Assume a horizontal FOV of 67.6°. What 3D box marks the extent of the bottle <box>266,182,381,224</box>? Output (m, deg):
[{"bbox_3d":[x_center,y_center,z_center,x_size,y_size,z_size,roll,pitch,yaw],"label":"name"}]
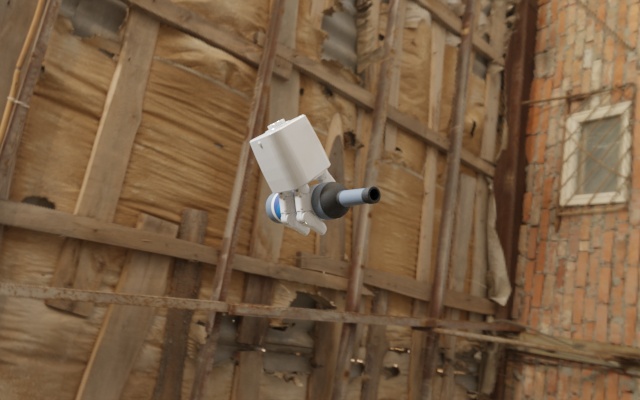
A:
[{"bbox_3d":[0.000,0.003,0.865,0.069,0.069,0.296,0,-5,-35],"label":"bottle"}]
